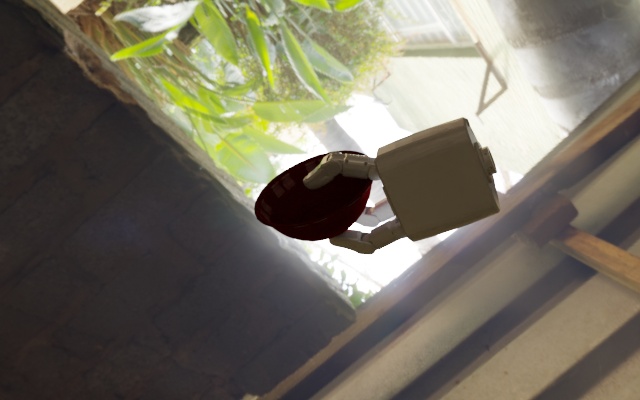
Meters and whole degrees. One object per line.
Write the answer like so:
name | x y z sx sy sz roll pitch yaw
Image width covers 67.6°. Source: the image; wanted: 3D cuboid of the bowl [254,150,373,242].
bowl | -0.001 0.002 0.606 0.162 0.055 0.162 -17 31 11
